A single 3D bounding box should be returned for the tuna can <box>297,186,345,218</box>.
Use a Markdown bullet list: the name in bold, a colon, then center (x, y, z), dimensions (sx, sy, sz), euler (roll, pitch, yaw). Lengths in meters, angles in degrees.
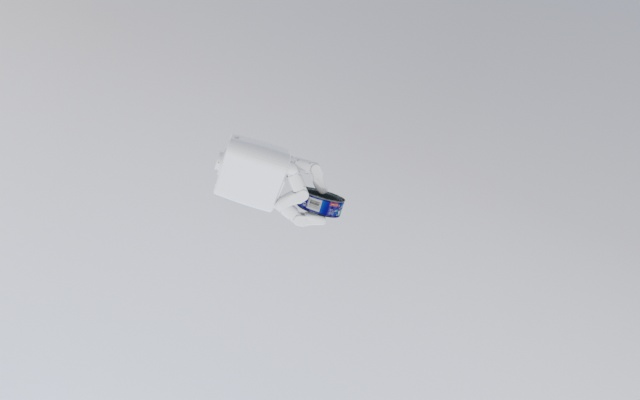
- **tuna can**: center (0.000, 0.003, 0.881), dimensions (0.086, 0.034, 0.086), euler (16, 10, -3)
